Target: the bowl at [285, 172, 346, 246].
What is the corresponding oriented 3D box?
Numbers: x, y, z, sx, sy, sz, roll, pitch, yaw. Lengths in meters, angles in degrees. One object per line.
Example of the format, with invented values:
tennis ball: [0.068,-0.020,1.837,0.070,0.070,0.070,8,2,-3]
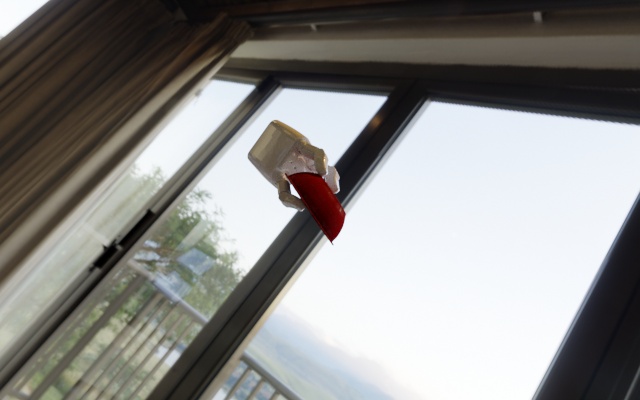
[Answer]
bowl: [0.001,0.004,0.885,0.055,0.162,0.162,-33,0,-1]
